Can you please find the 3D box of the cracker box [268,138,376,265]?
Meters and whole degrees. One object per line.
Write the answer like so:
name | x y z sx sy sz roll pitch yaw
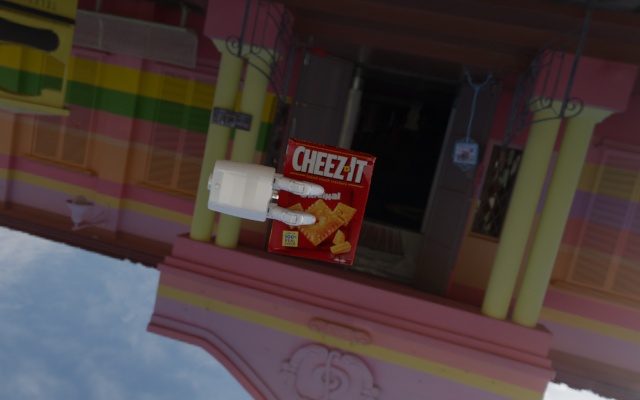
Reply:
cracker box | 0.000 0.003 0.899 0.164 0.214 0.072 11 8 -6
